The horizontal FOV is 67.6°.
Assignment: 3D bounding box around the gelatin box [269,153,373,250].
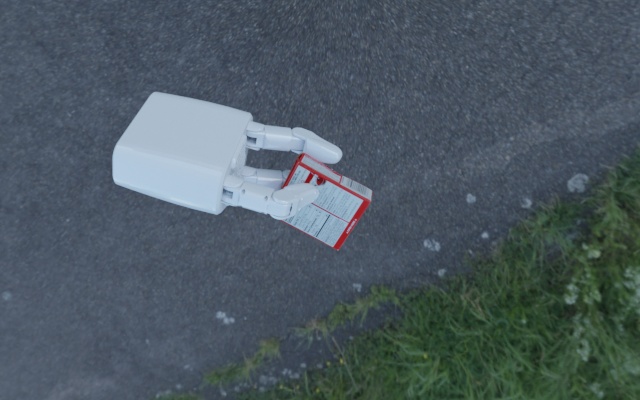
[{"bbox_3d":[0.000,0.002,0.513,0.089,0.073,0.030,28,28,-4],"label":"gelatin box"}]
